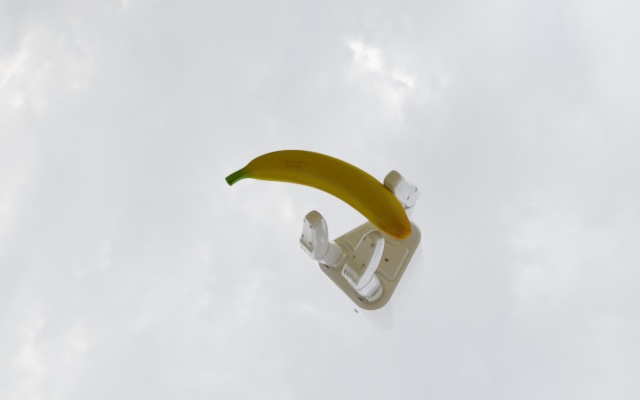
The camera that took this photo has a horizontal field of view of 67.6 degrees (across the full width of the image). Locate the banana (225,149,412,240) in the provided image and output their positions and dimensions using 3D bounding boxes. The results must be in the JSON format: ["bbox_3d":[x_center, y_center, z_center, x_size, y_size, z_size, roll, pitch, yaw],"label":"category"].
[{"bbox_3d":[0.004,-0.015,0.478,0.198,0.069,0.037,16,-26,22],"label":"banana"}]
